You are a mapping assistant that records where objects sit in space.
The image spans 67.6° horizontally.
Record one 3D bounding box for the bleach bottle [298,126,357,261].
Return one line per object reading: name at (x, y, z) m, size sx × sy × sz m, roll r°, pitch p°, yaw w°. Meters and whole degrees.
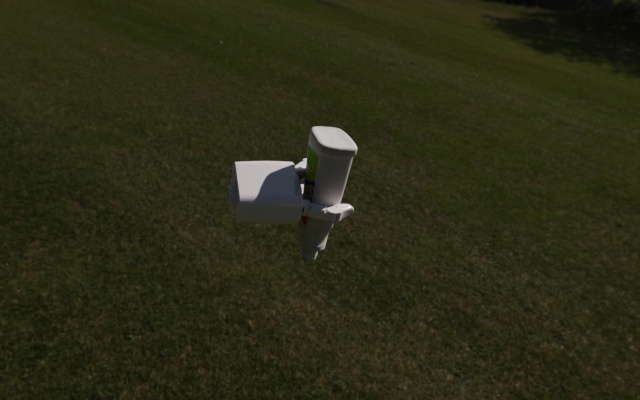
bleach bottle at (0.000, 0.003, 0.846) m, size 0.068 × 0.251 × 0.102 m, roll 1°, pitch 29°, yaw -18°
